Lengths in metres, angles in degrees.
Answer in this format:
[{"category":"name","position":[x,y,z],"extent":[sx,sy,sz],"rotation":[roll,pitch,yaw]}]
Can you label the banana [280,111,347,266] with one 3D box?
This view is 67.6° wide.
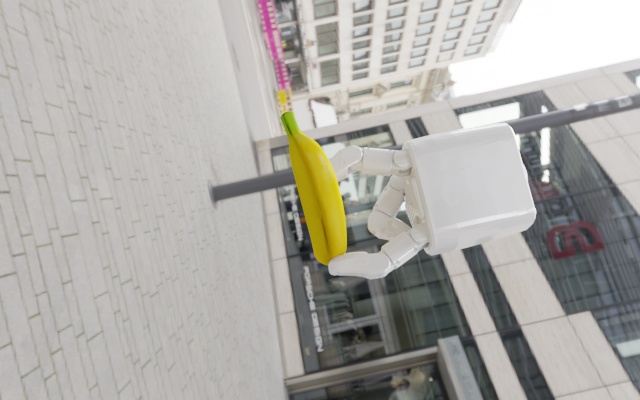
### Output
[{"category":"banana","position":[0.003,0.011,0.458],"extent":[0.037,0.198,0.069],"rotation":[-13,43,-1]}]
